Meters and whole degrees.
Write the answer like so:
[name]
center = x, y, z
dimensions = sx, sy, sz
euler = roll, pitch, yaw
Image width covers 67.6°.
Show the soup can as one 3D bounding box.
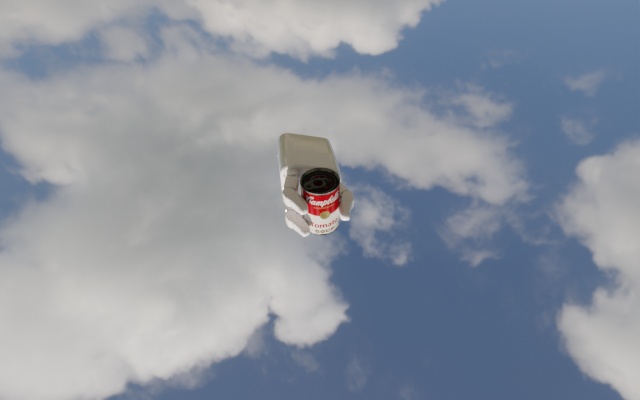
[soup can]
center = 0.000, 0.003, 0.832
dimensions = 0.068, 0.102, 0.068
euler = -1, 44, 1
